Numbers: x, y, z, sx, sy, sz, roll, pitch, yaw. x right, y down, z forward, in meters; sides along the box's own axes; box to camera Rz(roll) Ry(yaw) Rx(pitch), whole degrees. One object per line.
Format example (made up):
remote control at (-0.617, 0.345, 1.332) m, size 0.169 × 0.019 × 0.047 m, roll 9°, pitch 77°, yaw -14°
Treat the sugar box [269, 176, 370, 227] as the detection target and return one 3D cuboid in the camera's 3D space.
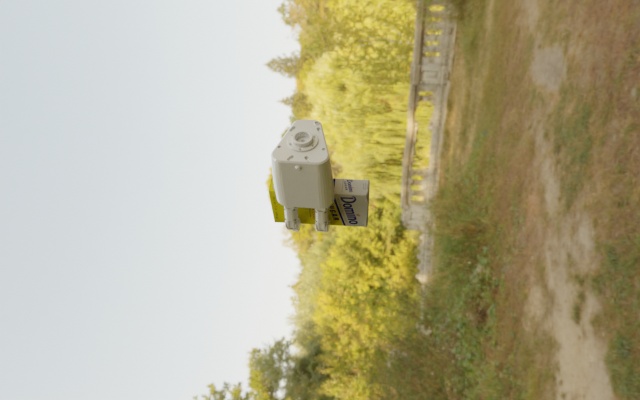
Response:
sugar box at (0.000, 0.003, 0.871) m, size 0.176 × 0.048 × 0.093 m, roll 4°, pitch -40°, yaw 8°
